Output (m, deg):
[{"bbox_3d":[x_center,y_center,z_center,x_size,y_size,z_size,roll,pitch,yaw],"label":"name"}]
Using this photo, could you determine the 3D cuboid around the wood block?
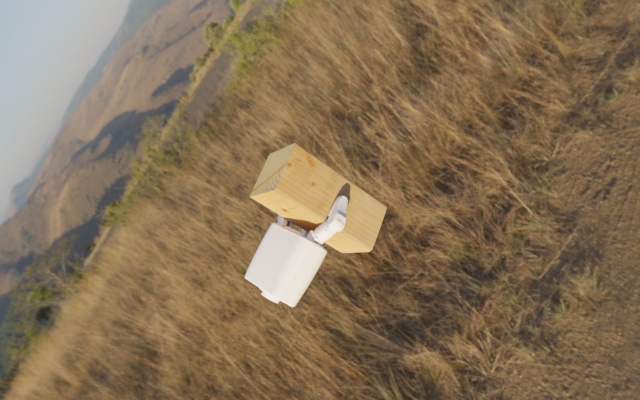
[{"bbox_3d":[0.000,0.003,0.808,0.206,0.090,0.091,33,-23,-26],"label":"wood block"}]
